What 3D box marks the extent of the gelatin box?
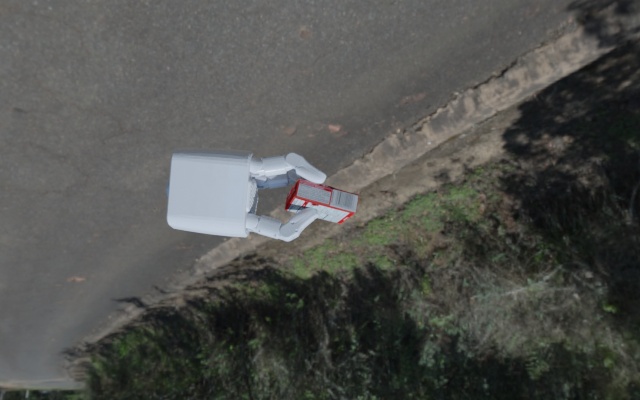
[{"bbox_3d":[0.000,0.003,0.665,0.089,0.030,0.073,15,-17,-9],"label":"gelatin box"}]
